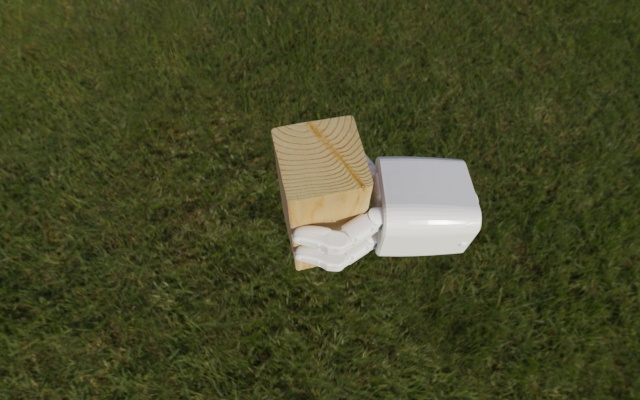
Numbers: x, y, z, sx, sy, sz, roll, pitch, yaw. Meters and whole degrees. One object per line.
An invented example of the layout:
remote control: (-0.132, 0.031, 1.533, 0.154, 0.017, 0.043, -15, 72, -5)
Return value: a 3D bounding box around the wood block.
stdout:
wood block: (0.000, 0.001, 0.571, 0.090, 0.090, 0.206, -11, -26, -6)
